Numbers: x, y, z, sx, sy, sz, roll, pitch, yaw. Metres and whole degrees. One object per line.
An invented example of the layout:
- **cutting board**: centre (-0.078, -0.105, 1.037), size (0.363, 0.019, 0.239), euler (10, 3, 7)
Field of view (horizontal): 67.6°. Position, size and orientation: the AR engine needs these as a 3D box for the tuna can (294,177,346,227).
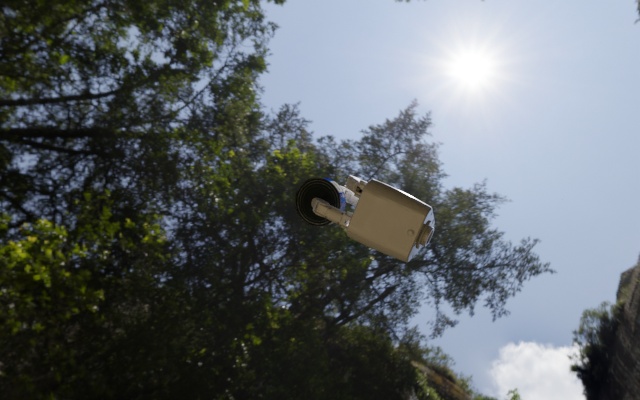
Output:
- **tuna can**: centre (0.000, 0.003, 0.833), size (0.086, 0.086, 0.034), euler (0, 2, 22)
